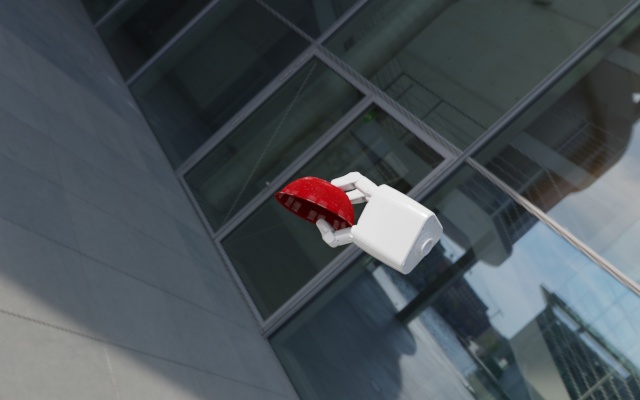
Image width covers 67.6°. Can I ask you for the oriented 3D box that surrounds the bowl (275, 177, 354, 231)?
[{"bbox_3d":[-0.001,0.002,0.872,0.162,0.055,0.162,23,-14,6],"label":"bowl"}]
